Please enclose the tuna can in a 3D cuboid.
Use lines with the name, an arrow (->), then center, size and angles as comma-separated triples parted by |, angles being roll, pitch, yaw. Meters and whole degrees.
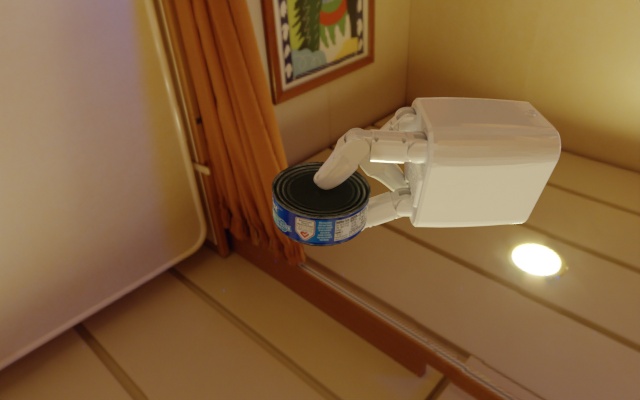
tuna can -> 0.000, 0.002, 0.421 | 0.086, 0.034, 0.086 | 2, 35, -1
